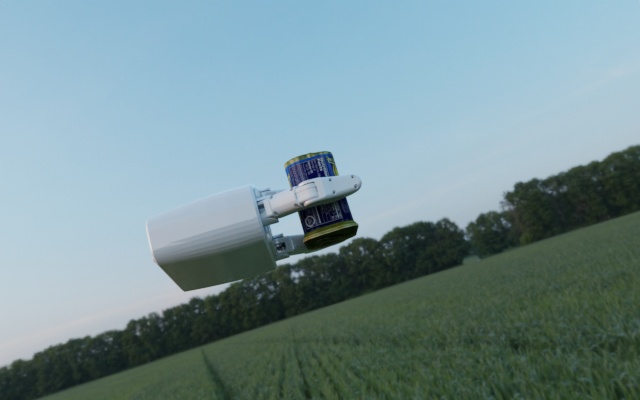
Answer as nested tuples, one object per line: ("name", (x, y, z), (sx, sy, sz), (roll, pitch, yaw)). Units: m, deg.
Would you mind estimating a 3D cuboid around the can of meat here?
("can of meat", (0.000, 0.001, 0.511), (0.057, 0.084, 0.102), (-17, -12, -1))
